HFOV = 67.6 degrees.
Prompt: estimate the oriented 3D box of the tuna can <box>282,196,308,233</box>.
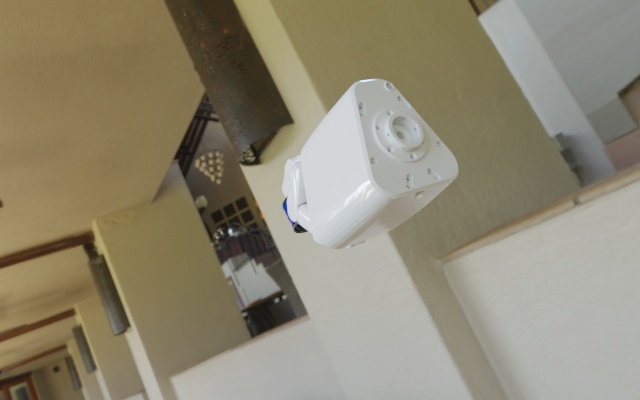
[{"bbox_3d":[0.000,0.001,0.549,0.086,0.033,0.086,-27,-16,-8],"label":"tuna can"}]
